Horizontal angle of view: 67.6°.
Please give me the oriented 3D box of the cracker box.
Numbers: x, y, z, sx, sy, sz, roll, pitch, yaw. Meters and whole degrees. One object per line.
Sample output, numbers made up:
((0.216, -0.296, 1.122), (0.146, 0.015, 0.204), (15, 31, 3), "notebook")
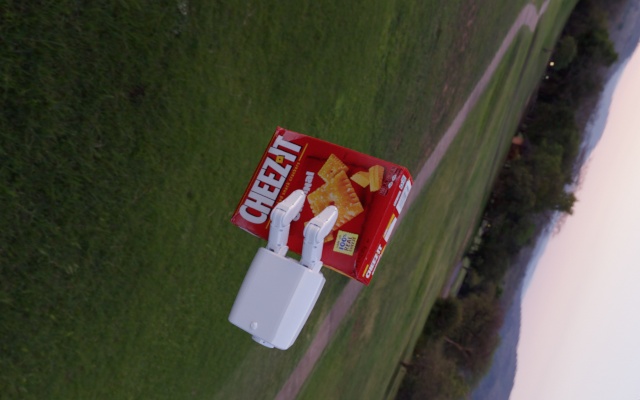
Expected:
((0.000, 0.002, 0.683), (0.213, 0.164, 0.072), (21, -10, 24), "cracker box")
